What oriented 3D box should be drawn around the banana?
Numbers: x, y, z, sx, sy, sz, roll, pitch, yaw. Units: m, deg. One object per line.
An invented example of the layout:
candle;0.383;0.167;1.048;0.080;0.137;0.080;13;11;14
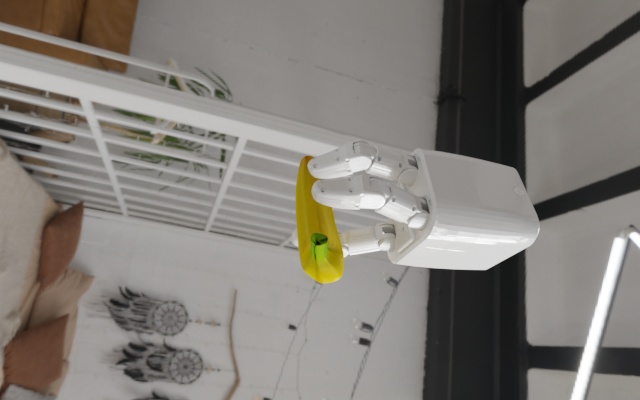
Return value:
banana;-0.002;0.020;0.434;0.037;0.070;0.197;3;22;-8
